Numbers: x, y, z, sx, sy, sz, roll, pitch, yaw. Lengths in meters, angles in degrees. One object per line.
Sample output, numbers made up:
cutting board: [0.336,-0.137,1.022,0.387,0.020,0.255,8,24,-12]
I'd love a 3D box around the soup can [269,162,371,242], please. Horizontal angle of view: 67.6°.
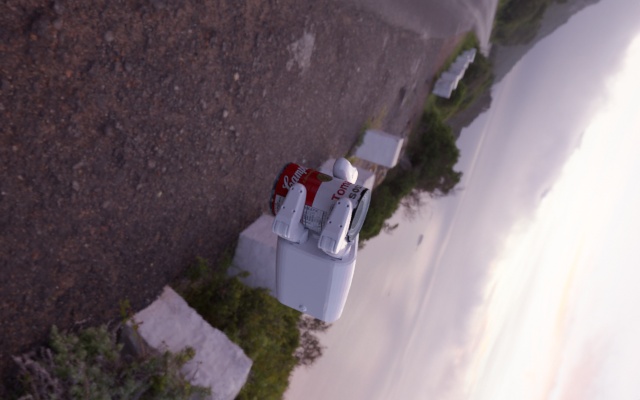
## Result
soup can: [0.000,0.001,0.563,0.102,0.068,0.068,19,5,16]
